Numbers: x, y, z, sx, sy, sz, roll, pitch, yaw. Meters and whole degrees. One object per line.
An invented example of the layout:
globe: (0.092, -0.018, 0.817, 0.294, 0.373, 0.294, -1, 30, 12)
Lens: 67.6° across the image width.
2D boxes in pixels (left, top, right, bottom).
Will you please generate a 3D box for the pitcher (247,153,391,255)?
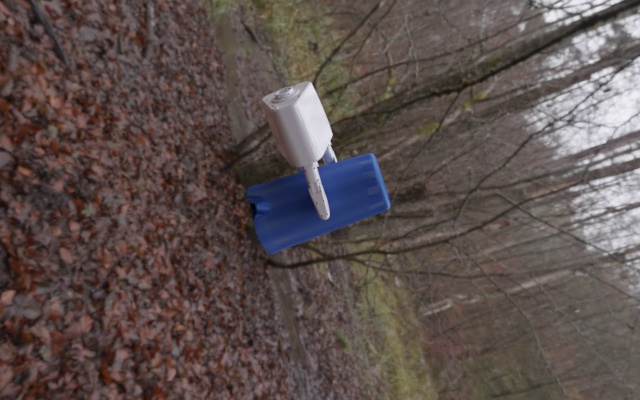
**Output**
pitcher: (0.000, 0.003, 0.880, 0.243, 0.145, 0.149, -18, 27, 8)
